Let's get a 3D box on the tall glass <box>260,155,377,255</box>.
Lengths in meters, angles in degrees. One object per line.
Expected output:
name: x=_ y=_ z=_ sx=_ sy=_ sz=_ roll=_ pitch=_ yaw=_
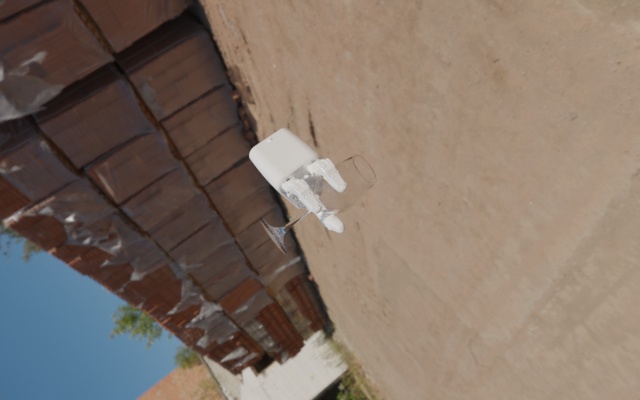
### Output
tall glass: x=0.000 y=0.003 z=0.809 sx=0.201 sy=0.079 sz=0.079 roll=-36 pitch=10 yaw=-13
